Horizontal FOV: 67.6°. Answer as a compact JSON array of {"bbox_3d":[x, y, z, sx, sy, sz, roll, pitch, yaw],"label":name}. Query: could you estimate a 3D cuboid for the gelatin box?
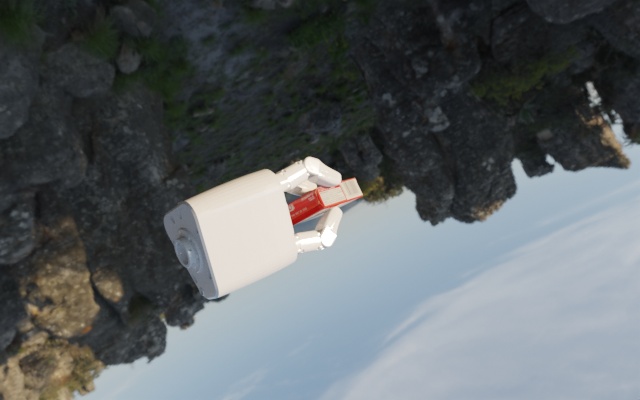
[{"bbox_3d":[0.000,0.002,0.622,0.073,0.030,0.089,-28,-7,40],"label":"gelatin box"}]
